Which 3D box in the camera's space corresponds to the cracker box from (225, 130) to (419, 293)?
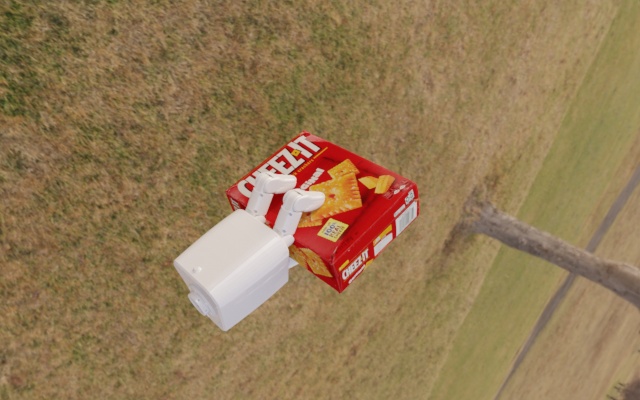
[{"bbox_3d":[0.000,0.002,0.652,0.213,0.072,0.164,31,60,35],"label":"cracker box"}]
